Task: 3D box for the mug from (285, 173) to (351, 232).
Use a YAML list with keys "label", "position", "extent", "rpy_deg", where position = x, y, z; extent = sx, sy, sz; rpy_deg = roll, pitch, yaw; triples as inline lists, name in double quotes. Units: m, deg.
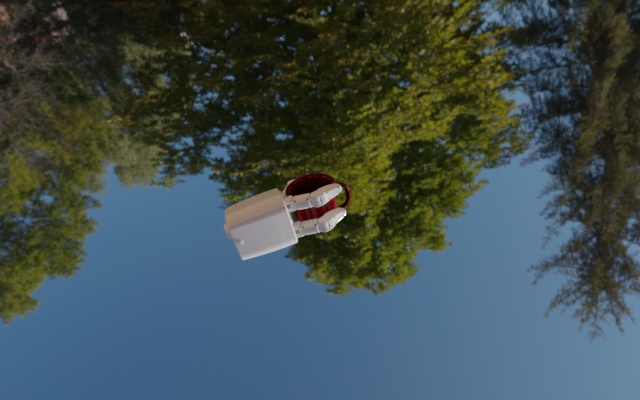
- label: "mug"
  position: [0.002, 0.003, 0.896]
  extent: [0.117, 0.081, 0.093]
  rpy_deg: [-18, 31, -6]
